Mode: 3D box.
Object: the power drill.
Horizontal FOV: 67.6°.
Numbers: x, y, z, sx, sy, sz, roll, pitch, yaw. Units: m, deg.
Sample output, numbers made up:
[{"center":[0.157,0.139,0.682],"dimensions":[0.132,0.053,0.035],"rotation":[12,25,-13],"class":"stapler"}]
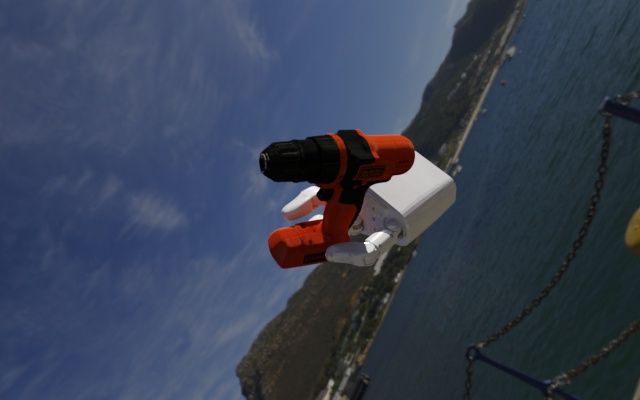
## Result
[{"center":[0.000,0.002,0.545],"dimensions":[0.184,0.057,0.188],"rotation":[-5,-38,-30],"class":"power drill"}]
